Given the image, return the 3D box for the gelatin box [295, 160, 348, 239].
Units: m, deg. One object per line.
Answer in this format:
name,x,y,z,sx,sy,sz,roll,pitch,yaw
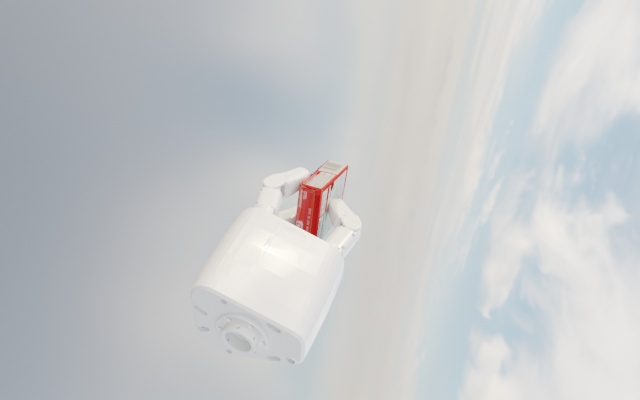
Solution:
gelatin box,0.001,0.002,0.554,0.030,0.073,0.089,17,28,16
